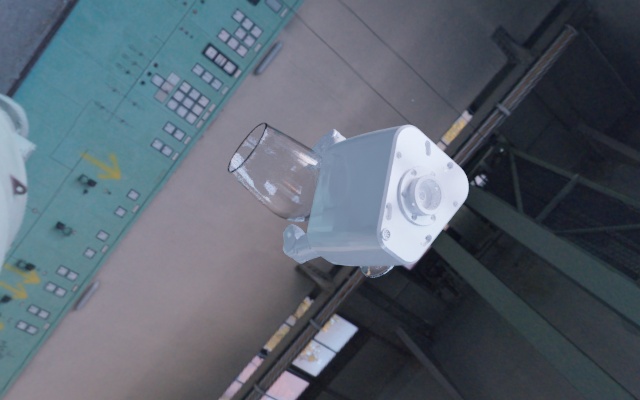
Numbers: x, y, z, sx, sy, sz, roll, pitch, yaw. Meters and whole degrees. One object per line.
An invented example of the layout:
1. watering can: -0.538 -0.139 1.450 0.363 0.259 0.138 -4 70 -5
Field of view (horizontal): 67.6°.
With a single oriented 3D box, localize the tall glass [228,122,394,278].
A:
1. tall glass: 0.000 0.002 0.511 0.201 0.079 0.079 36 -16 -23
